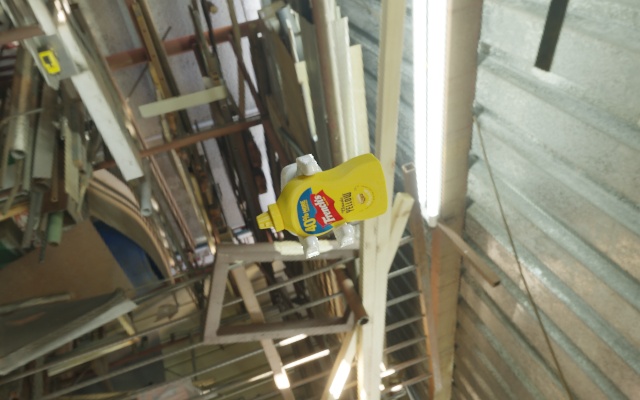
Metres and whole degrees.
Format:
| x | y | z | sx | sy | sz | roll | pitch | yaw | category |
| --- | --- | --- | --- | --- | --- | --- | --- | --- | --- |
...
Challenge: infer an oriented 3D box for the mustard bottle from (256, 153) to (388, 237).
| x | y | z | sx | sy | sz | roll | pitch | yaw | category |
| --- | --- | --- | --- | --- | --- | --- | --- | --- | --- |
| 0.000 | 0.002 | 0.696 | 0.191 | 0.096 | 0.058 | -18 | 33 | -9 | mustard bottle |
